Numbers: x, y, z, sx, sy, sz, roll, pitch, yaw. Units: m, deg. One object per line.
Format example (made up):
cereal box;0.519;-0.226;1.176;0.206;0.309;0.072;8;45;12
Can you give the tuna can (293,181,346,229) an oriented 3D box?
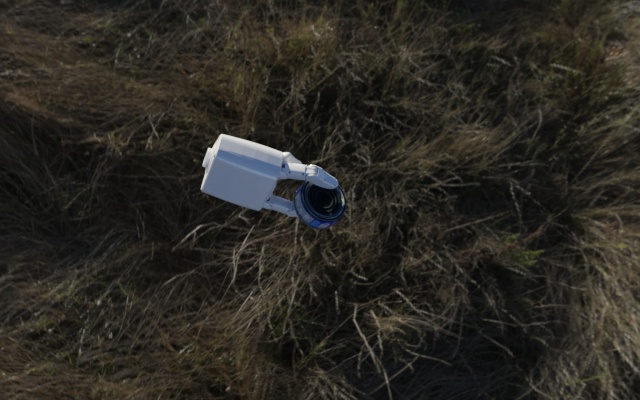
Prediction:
tuna can;0.000;0.002;0.802;0.086;0.086;0.034;0;-23;-29
